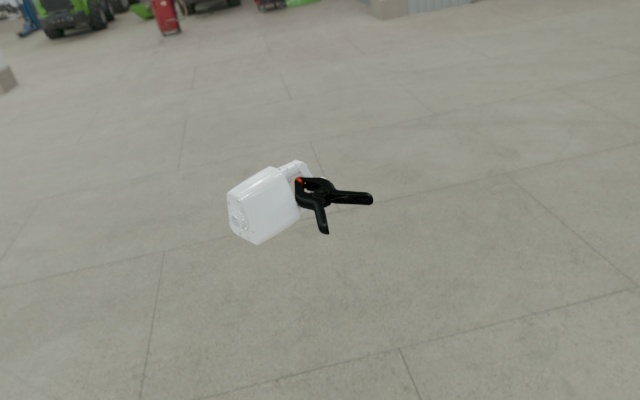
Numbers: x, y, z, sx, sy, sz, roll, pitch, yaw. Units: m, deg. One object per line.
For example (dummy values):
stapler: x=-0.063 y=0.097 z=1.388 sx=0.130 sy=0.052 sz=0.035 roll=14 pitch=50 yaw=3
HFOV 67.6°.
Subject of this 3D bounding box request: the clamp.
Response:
clamp: x=0.000 y=0.002 z=0.895 sx=0.171 sy=0.039 sz=0.120 roll=21 pitch=44 yaw=41
